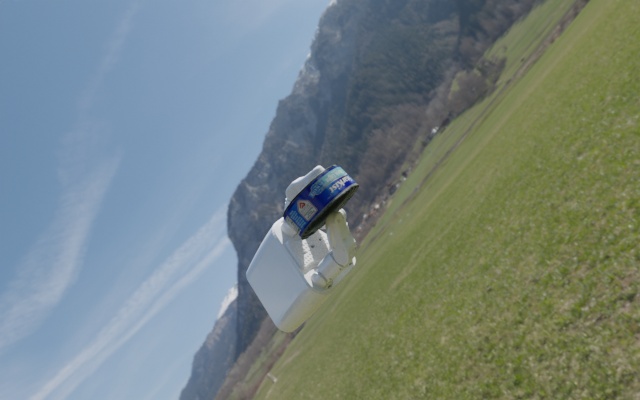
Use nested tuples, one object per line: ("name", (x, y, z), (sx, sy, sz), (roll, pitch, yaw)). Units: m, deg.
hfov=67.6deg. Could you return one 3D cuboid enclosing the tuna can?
("tuna can", (0.000, 0.001, 0.521), (0.086, 0.033, 0.086), (-43, -9, -9))
